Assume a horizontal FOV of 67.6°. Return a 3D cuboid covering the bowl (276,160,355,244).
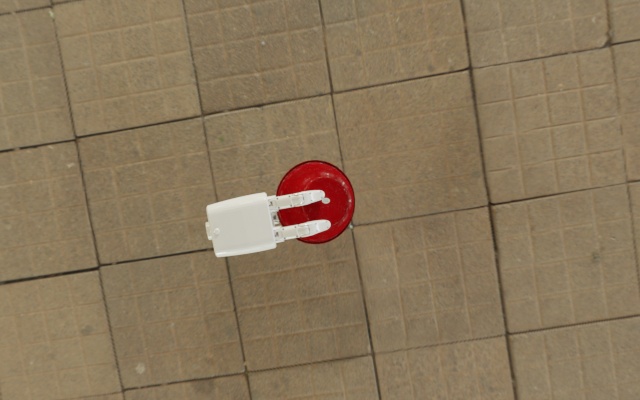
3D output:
[{"bbox_3d":[0.001,0.002,0.889,0.162,0.162,0.055,0,-1,-19],"label":"bowl"}]
